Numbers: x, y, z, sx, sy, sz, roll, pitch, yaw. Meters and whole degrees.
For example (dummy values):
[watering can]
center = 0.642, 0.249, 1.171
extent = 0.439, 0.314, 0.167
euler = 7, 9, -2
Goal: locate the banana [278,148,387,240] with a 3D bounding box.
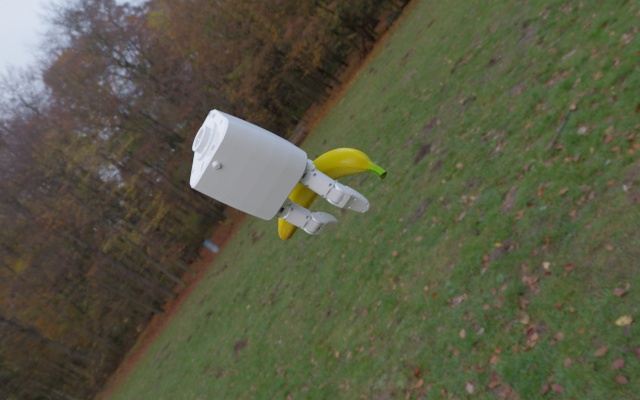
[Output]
[banana]
center = -0.003, -0.016, 0.638
extent = 0.037, 0.069, 0.198
euler = 4, -29, -46
